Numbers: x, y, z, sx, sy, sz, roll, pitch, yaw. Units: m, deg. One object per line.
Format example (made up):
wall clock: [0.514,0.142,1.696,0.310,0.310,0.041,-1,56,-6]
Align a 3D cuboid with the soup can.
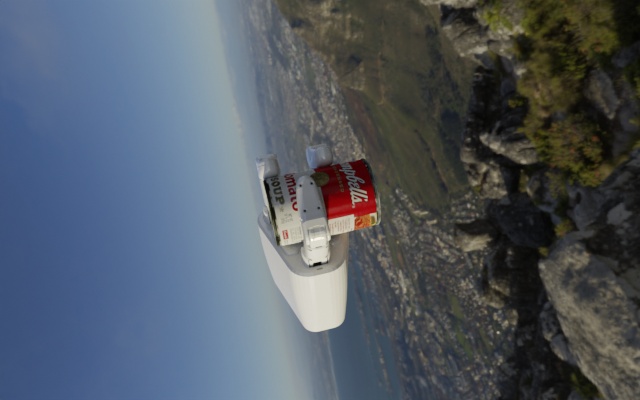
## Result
soup can: [0.000,0.001,0.468,0.102,0.068,0.068,-12,1,-7]
